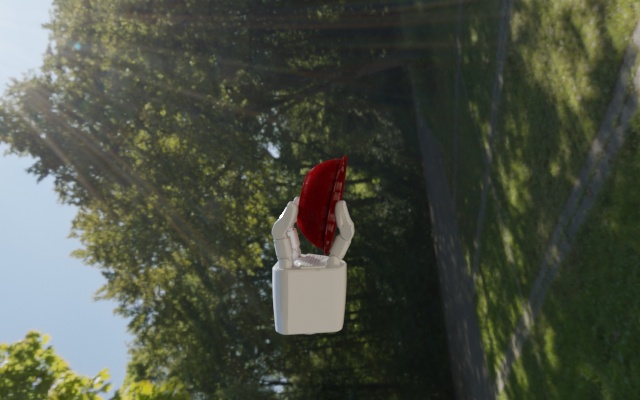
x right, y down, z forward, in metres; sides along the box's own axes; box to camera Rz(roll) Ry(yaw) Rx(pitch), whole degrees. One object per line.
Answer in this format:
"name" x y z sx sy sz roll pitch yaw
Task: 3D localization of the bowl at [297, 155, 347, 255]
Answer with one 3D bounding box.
"bowl" 0.000 0.001 0.758 0.055 0.162 0.162 12 1 7
